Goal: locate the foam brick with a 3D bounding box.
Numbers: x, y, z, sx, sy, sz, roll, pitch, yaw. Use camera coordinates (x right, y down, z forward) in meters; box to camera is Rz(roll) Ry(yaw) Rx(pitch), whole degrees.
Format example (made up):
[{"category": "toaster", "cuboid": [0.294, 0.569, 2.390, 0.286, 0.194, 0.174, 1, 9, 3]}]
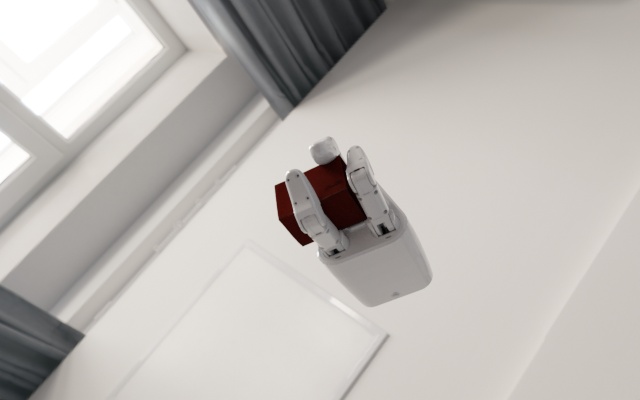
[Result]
[{"category": "foam brick", "cuboid": [0.000, 0.002, 0.486, 0.078, 0.053, 0.051, -24, -46, 14]}]
